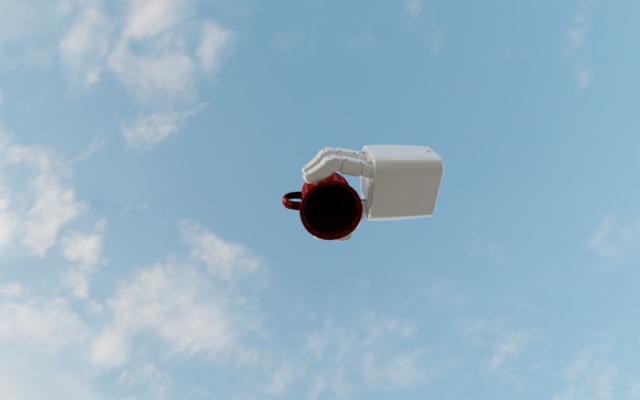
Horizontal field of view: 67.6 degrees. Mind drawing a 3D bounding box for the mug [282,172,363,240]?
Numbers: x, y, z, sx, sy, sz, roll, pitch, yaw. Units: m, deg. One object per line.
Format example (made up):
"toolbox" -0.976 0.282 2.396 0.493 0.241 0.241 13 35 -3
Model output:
"mug" -0.001 0.002 0.731 0.117 0.093 0.081 1 19 -6
